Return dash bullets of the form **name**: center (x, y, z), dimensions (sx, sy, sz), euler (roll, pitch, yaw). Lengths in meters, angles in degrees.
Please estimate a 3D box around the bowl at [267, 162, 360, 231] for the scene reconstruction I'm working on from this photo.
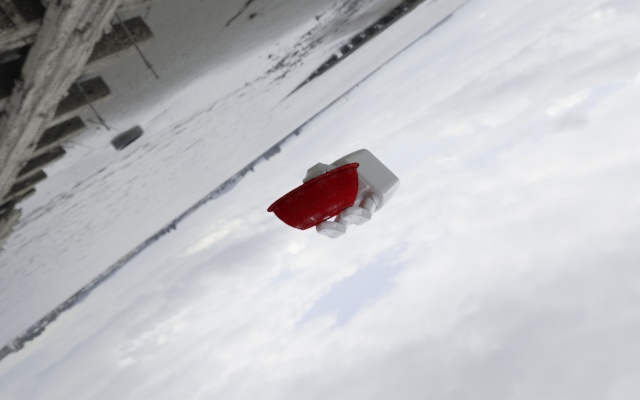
- **bowl**: center (-0.001, 0.003, 0.742), dimensions (0.162, 0.055, 0.162), euler (-27, -6, -3)
